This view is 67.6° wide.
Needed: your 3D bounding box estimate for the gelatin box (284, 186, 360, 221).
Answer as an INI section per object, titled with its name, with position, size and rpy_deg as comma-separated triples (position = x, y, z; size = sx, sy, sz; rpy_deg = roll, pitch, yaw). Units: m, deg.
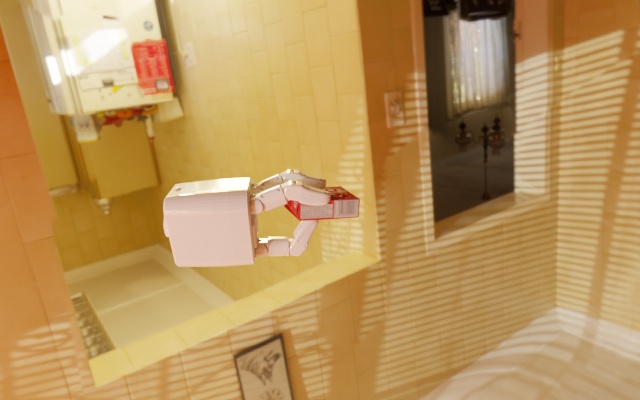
[gelatin box]
position = 0.000, 0.003, 0.660
size = 0.089, 0.030, 0.073
rpy_deg = -2, 15, -18
